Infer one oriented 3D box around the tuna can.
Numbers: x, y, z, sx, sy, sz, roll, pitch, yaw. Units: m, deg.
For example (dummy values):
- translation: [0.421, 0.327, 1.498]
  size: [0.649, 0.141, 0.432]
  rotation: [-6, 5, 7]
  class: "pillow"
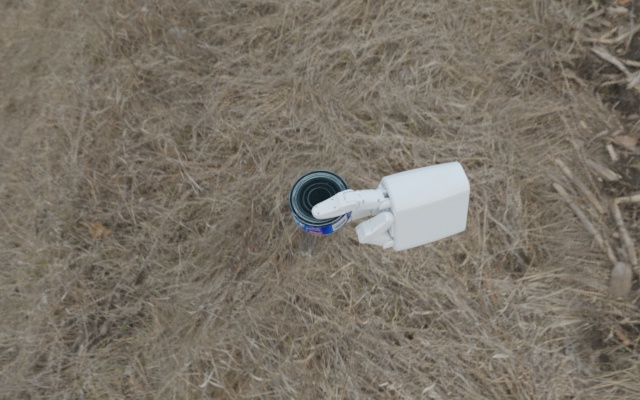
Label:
- translation: [0.000, 0.002, 0.649]
  size: [0.086, 0.086, 0.034]
  rotation: [0, -24, 7]
  class: "tuna can"
